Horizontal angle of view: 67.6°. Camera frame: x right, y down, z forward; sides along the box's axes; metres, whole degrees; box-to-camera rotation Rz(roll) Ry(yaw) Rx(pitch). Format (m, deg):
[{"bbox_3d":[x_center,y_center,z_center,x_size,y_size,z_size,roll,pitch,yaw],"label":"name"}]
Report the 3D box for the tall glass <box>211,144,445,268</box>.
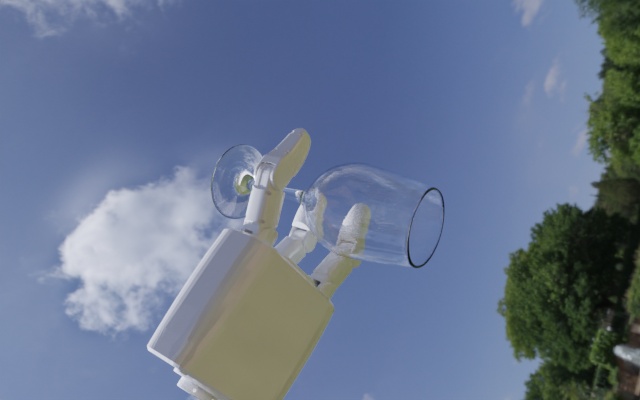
[{"bbox_3d":[0.000,0.001,0.411,0.201,0.079,0.079,13,8,35],"label":"tall glass"}]
